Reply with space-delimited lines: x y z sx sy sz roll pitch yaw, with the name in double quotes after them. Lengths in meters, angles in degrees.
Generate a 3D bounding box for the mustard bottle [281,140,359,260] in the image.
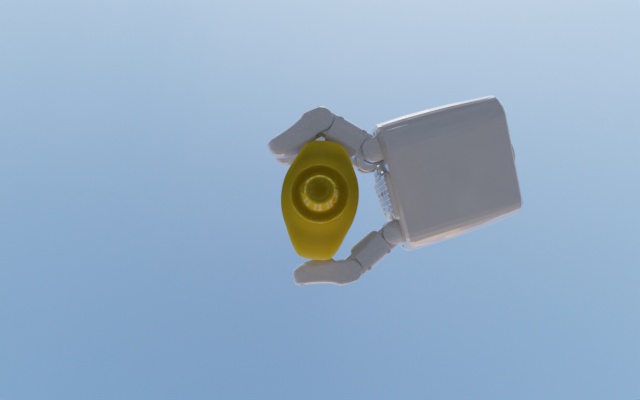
0.000 0.001 0.402 0.058 0.096 0.191 8 -5 0 "mustard bottle"
